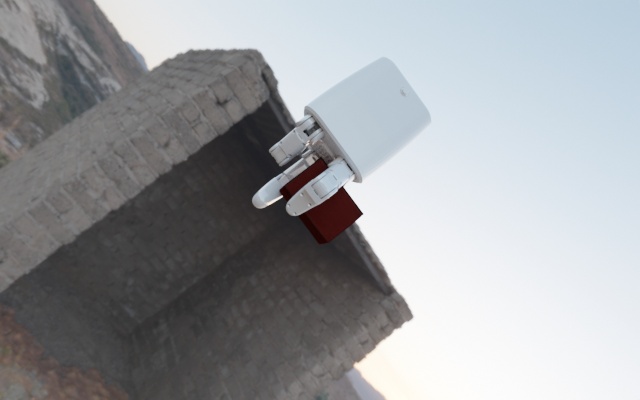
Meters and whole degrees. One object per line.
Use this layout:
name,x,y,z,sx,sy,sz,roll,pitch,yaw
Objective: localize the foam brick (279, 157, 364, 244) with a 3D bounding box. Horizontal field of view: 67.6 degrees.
foam brick,0.000,0.002,0.517,0.051,0.078,0.053,-37,3,-12
